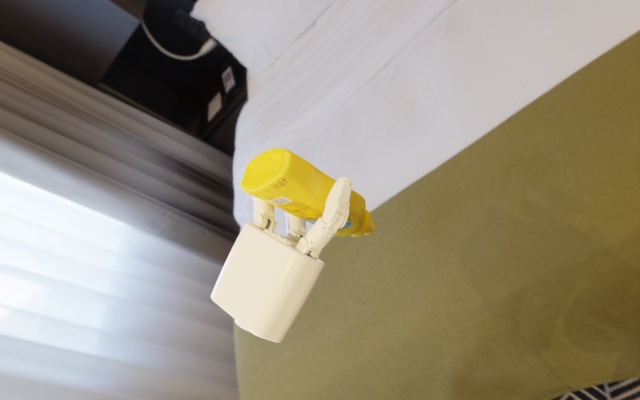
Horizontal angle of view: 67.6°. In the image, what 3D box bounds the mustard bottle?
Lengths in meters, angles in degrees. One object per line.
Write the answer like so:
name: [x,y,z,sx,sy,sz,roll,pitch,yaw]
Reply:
mustard bottle: [0.000,0.002,0.608,0.192,0.058,0.096,29,-27,-34]
